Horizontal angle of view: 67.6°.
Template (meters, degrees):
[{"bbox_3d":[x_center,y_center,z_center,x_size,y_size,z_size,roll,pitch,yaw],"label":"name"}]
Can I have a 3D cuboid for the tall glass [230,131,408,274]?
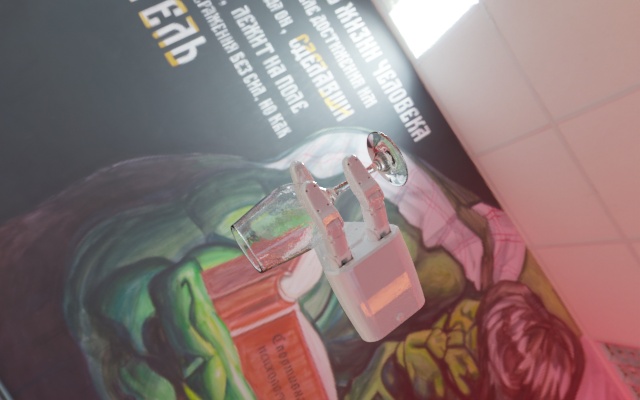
[{"bbox_3d":[0.001,0.001,0.540,0.201,0.079,0.079,-32,11,-18],"label":"tall glass"}]
